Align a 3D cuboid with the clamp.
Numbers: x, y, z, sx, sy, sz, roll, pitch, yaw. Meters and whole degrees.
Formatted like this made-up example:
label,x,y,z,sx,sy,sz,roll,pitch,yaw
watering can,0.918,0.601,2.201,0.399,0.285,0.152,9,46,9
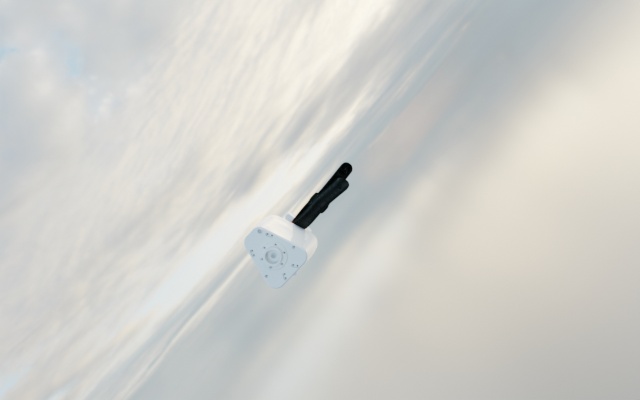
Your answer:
label,x,y,z,sx,sy,sz,roll,pitch,yaw
clamp,0.000,0.003,0.892,0.039,0.171,0.120,40,11,-2
